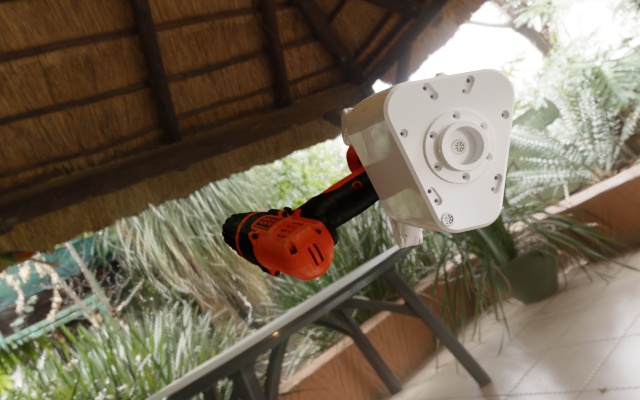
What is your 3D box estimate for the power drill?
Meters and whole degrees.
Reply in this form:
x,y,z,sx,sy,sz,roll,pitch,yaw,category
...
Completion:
x,y,z,sx,sy,sz,roll,pitch,yaw,category
0.001,0.001,0.480,0.187,0.057,0.184,-38,23,-23,power drill
